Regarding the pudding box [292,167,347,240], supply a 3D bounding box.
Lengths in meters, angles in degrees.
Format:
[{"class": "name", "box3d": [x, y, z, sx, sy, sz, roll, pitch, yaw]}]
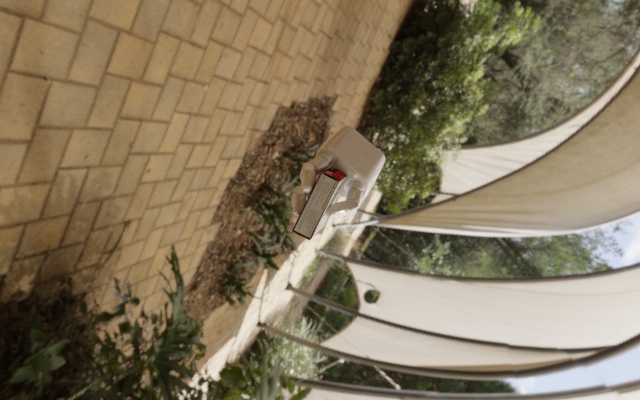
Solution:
[{"class": "pudding box", "box3d": [0.000, 0.003, 0.800, 0.039, 0.113, 0.090, 26, 13, 7]}]
